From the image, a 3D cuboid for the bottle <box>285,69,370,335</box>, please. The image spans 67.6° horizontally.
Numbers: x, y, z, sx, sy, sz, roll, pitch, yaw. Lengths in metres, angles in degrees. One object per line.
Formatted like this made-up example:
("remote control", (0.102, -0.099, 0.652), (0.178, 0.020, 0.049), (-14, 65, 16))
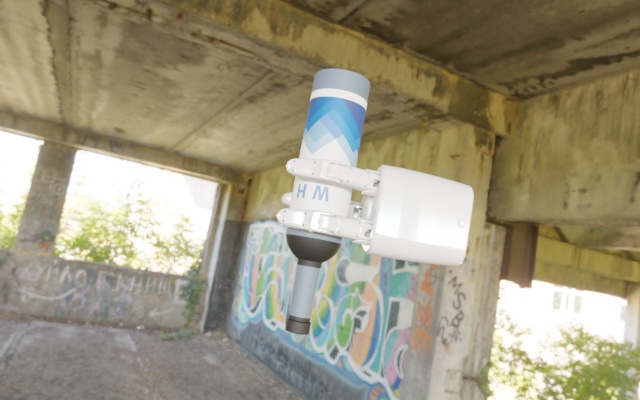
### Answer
("bottle", (0.000, 0.002, 0.545), (0.069, 0.295, 0.069), (10, -7, 1))
